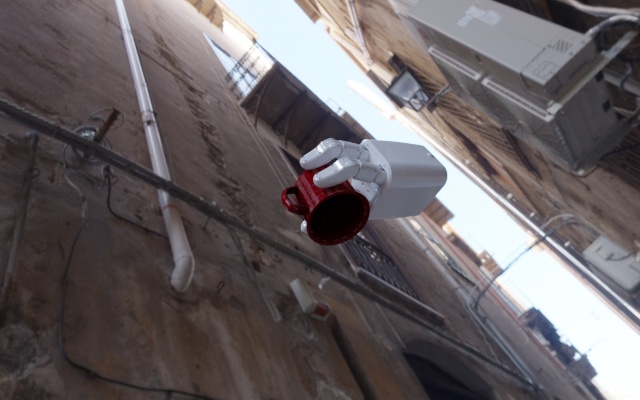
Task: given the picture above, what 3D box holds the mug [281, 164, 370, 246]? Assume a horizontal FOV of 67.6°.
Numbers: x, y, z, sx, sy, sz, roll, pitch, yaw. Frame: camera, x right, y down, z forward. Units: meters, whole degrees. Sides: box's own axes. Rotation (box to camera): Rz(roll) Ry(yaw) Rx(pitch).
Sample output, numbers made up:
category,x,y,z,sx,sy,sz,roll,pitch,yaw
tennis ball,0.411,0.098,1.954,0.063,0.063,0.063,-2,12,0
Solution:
category,x,y,z,sx,sy,sz,roll,pitch,yaw
mug,-0.001,0.002,0.667,0.117,0.093,0.081,1,34,-27
